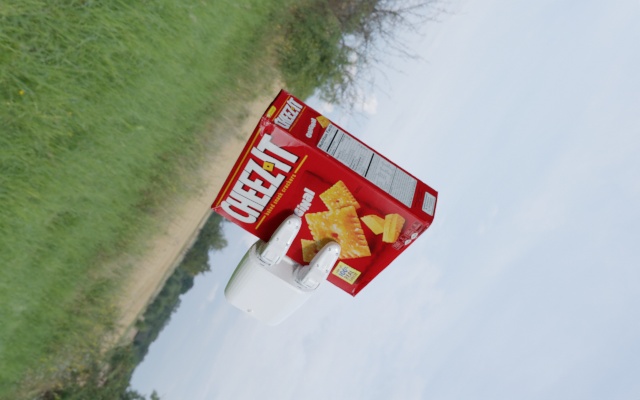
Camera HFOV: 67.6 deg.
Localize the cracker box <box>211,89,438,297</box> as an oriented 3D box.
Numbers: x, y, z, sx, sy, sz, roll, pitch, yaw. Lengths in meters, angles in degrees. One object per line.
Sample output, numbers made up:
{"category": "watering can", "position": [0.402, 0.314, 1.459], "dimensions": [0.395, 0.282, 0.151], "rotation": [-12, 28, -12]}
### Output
{"category": "cracker box", "position": [0.000, 0.002, 0.557], "dimensions": [0.214, 0.072, 0.164], "rotation": [32, -49, -8]}
